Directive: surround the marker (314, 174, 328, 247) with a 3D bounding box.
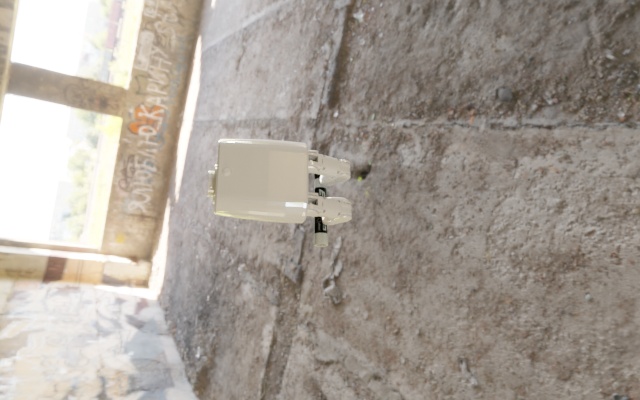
[{"bbox_3d":[0.000,0.002,0.648,0.020,0.121,0.020,0,-18,0],"label":"marker"}]
